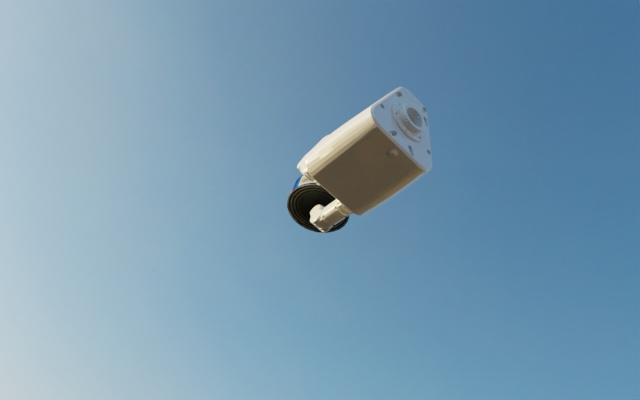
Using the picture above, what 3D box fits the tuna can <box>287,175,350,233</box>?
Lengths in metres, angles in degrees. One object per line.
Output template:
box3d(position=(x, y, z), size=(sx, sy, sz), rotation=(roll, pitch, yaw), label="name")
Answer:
box3d(position=(0.000, 0.002, 0.648), size=(0.086, 0.086, 0.033), rotation=(0, 41, 17), label="tuna can")
